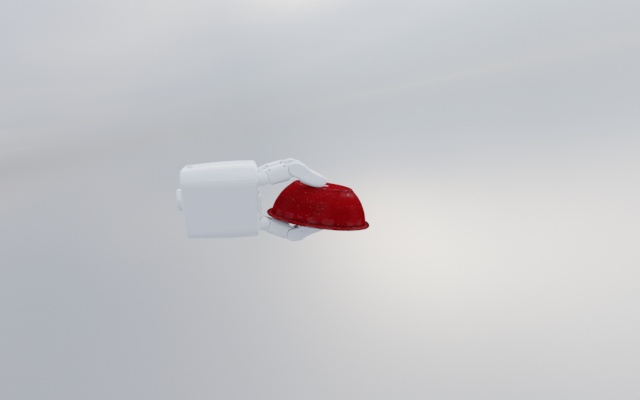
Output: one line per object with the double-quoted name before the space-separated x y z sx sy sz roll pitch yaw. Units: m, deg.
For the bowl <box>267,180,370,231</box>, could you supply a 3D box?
"bowl" 0.001 0.002 0.740 0.162 0.055 0.162 8 8 -1
